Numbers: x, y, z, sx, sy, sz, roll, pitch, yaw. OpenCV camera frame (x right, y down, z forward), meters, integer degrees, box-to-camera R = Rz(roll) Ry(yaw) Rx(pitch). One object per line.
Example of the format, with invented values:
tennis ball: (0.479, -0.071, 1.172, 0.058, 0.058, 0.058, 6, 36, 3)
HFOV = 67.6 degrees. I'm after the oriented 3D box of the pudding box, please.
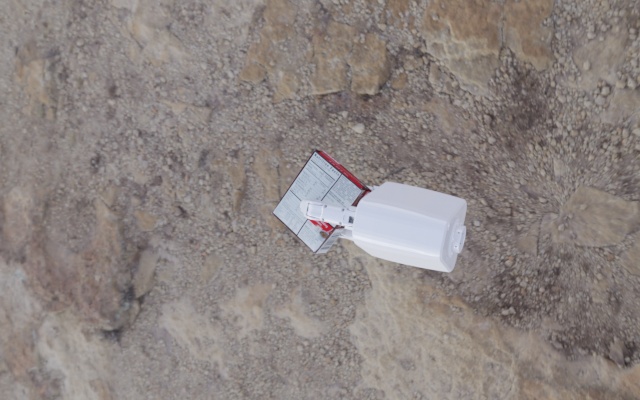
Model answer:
pudding box: (0.000, 0.002, 0.641, 0.090, 0.113, 0.039, 42, 16, 20)
